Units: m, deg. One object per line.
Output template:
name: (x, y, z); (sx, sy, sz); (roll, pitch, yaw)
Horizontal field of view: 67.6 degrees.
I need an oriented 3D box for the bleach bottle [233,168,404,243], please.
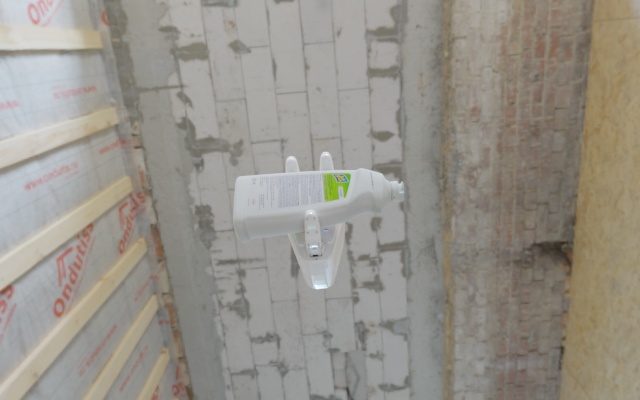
bleach bottle: (0.000, 0.002, 0.719); (0.251, 0.102, 0.068); (-5, -35, 2)
